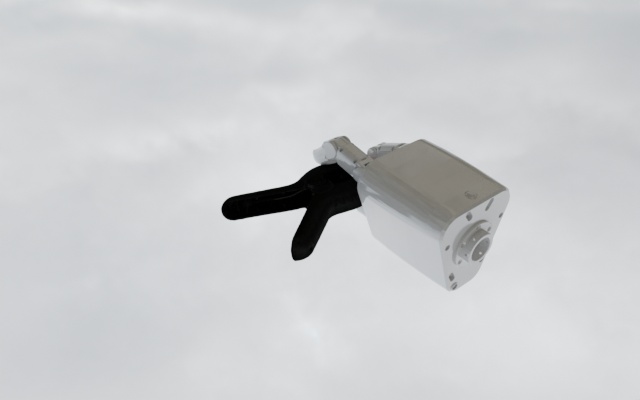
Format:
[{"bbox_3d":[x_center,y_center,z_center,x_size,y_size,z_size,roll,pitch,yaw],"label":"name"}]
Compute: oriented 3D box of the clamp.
[{"bbox_3d":[0.000,0.002,0.481,0.171,0.039,0.120,-25,43,-27],"label":"clamp"}]
